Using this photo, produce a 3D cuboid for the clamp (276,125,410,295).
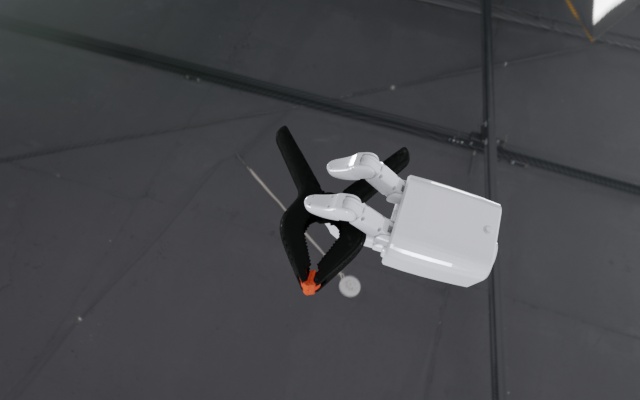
[{"bbox_3d":[0.000,0.003,0.541,0.164,0.210,0.036,16,-31,9],"label":"clamp"}]
